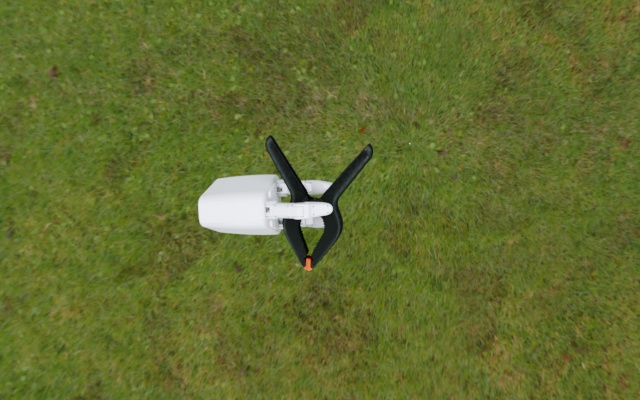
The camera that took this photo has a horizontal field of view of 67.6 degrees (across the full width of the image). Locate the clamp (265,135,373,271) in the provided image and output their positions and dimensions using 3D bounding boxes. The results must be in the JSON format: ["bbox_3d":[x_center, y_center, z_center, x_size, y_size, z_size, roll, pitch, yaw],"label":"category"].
[{"bbox_3d":[0.000,0.003,0.735,0.164,0.210,0.036,-1,7,8],"label":"clamp"}]
